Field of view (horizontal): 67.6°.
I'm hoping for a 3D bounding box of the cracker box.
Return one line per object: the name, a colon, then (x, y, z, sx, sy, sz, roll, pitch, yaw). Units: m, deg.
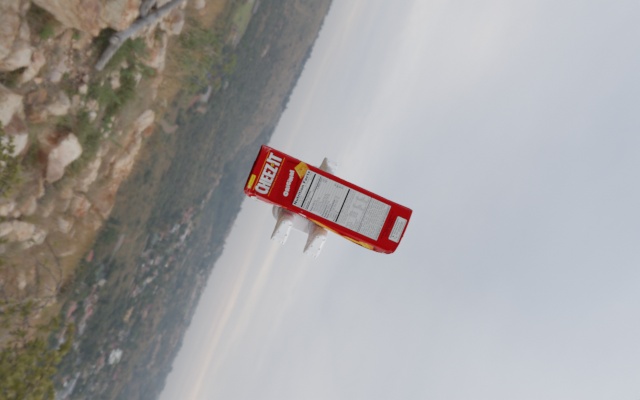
cracker box: (0.000, 0.002, 0.677, 0.214, 0.072, 0.164, 23, -4, -8)
